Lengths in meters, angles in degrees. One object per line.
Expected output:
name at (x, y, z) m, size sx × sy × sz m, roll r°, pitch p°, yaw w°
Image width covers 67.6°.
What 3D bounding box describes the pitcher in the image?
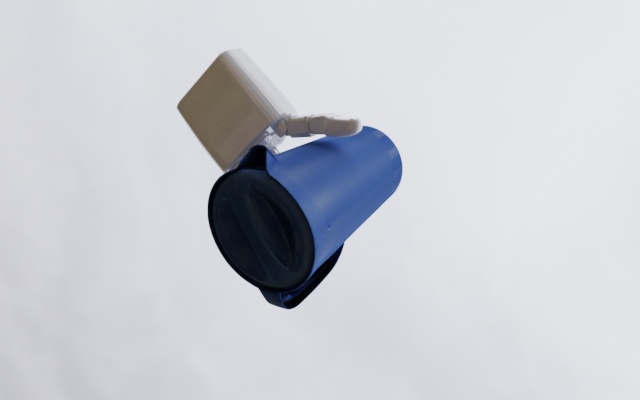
pitcher at (0.000, 0.002, 0.554) m, size 0.242 × 0.145 × 0.149 m, roll -33°, pitch -11°, yaw -50°
